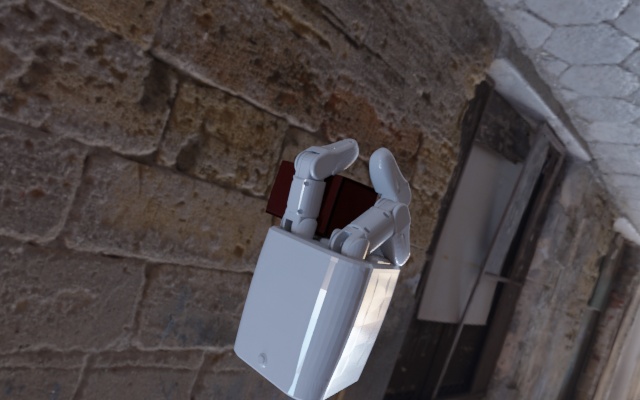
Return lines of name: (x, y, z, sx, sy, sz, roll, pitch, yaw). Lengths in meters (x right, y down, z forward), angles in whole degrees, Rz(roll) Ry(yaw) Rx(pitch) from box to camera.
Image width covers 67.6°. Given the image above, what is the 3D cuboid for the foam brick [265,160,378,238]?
foam brick: (0.000, 0.001, 0.418, 0.078, 0.051, 0.053, 19, 1, 43)
